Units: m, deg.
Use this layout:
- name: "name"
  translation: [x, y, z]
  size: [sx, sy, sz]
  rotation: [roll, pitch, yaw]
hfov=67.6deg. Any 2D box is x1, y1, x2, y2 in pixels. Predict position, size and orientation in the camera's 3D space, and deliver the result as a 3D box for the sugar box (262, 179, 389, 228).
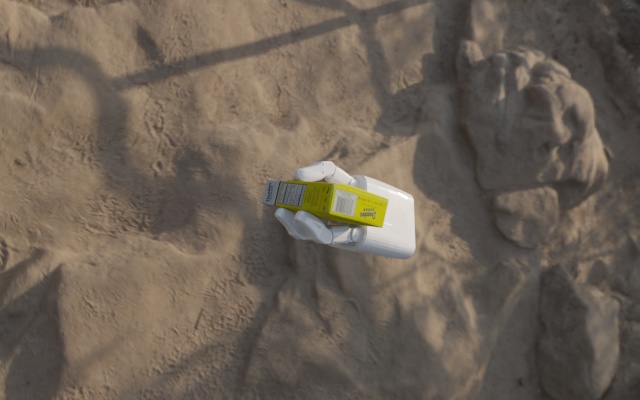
- name: "sugar box"
  translation: [0.000, 0.003, 0.668]
  size: [0.093, 0.048, 0.176]
  rotation: [16, -8, -33]
